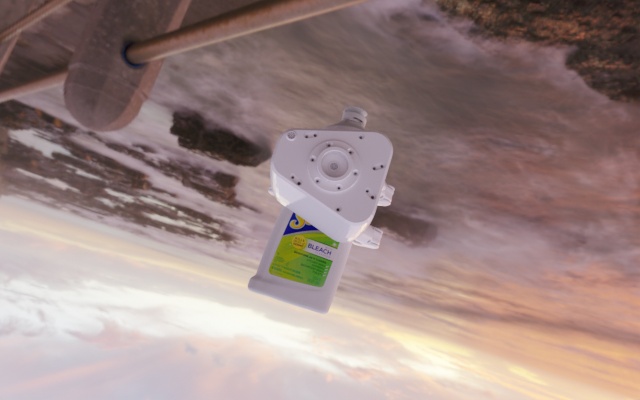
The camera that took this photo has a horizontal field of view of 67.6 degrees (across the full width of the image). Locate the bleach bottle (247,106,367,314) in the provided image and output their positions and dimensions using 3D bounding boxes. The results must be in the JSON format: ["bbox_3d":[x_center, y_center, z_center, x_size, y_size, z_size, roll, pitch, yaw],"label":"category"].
[{"bbox_3d":[0.000,0.002,0.578,0.102,0.250,0.068,17,-11,1],"label":"bleach bottle"}]
